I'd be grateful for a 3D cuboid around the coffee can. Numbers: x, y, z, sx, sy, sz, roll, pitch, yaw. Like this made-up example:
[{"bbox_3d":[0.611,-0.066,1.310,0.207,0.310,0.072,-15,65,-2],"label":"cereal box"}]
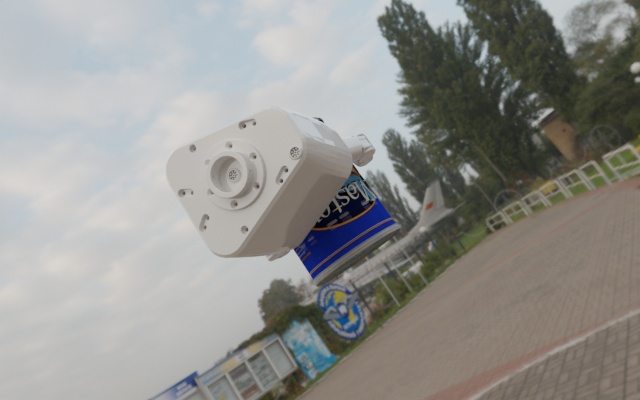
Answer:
[{"bbox_3d":[0.000,0.002,0.491,0.103,0.140,0.103,-33,-12,-8],"label":"coffee can"}]
